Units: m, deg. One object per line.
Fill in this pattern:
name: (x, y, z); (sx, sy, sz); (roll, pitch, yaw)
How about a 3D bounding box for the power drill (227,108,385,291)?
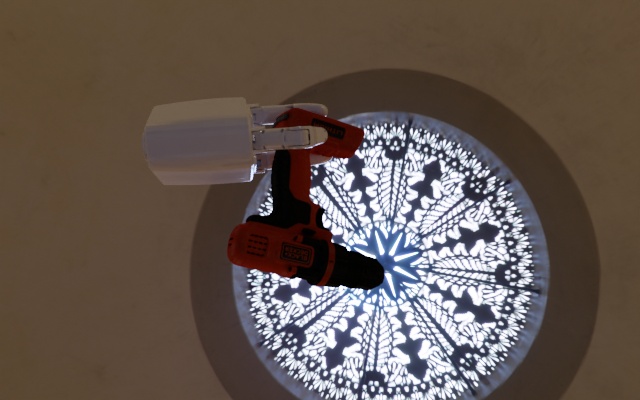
power drill: (0.000, 0.001, 0.543); (0.184, 0.187, 0.057); (16, -17, -22)
